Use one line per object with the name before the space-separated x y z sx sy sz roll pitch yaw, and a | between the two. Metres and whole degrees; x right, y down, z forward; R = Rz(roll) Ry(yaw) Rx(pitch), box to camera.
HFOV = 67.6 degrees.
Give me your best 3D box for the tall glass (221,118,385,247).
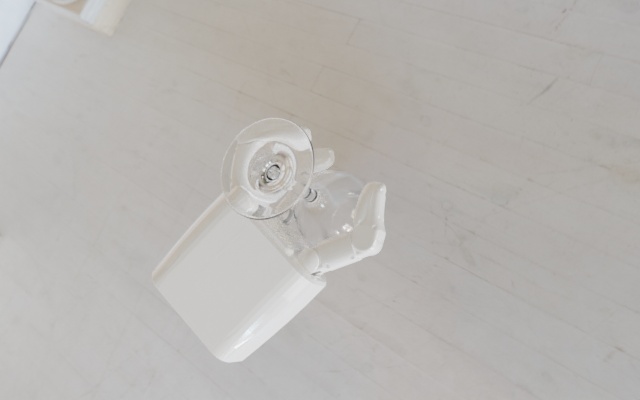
tall glass | 0.000 0.001 0.419 0.079 0.079 0.201 0 -14 24
